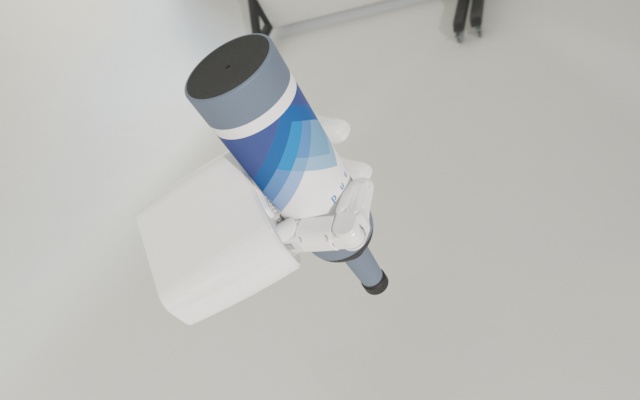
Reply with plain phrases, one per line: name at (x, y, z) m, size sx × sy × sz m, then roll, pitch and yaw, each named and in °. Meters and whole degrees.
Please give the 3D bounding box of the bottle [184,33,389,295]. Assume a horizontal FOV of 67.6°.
bottle at (0.000, 0.001, 0.408) m, size 0.069 × 0.069 × 0.296 m, roll 0°, pitch -37°, yaw 30°
